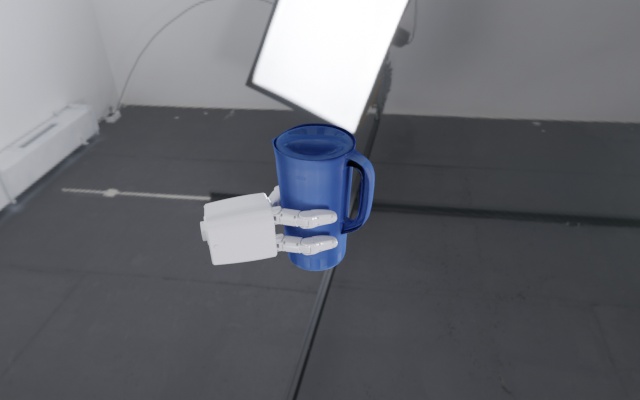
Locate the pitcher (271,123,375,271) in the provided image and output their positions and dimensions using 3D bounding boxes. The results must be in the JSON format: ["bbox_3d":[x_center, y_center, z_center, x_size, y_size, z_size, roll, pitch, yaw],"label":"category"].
[{"bbox_3d":[0.000,0.003,0.819,0.145,0.243,0.149,-9,34,-12],"label":"pitcher"}]
